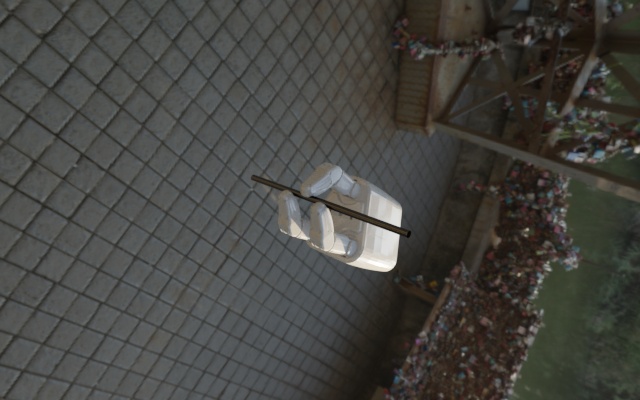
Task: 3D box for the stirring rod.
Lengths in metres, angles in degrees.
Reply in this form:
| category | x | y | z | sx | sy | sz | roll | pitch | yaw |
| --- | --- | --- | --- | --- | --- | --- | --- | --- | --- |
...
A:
| category | x | y | z | sx | sy | sz | roll | pitch | yaw |
| --- | --- | --- | --- | --- | --- | --- | --- | --- | --- |
| stirring rod | 0.000 | 0.002 | 0.552 | 0.239 | 0.011 | 0.011 | 20 | 13 | 39 |
